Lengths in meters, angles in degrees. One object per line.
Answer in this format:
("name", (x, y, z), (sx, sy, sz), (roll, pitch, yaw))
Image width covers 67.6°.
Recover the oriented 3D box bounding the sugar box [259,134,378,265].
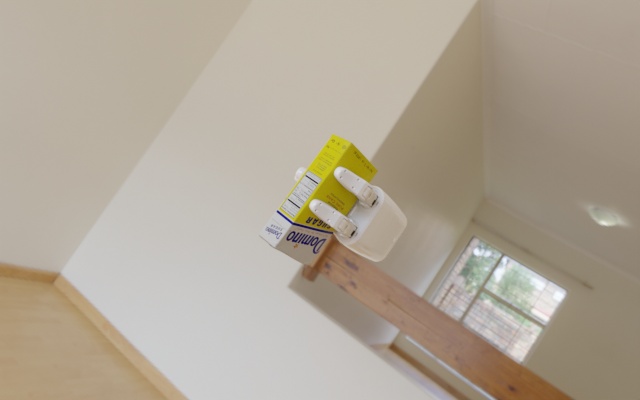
("sugar box", (0.001, 0.002, 0.677), (0.048, 0.176, 0.093), (32, -3, 39))
